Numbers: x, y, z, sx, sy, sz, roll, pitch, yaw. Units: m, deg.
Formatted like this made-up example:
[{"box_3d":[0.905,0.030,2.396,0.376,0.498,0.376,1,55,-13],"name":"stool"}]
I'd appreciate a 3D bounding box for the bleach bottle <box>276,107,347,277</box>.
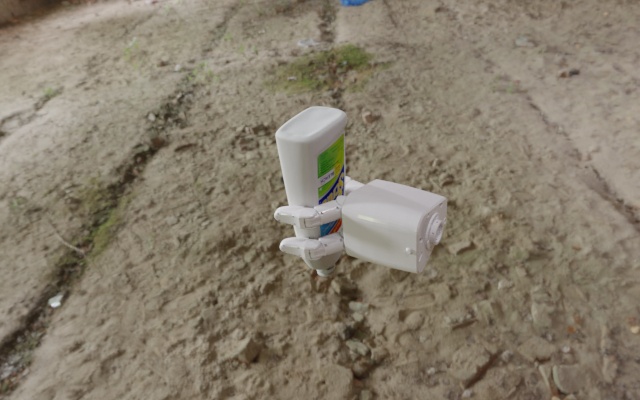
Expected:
[{"box_3d":[0.000,0.002,0.681,0.068,0.251,0.102,16,41,31],"name":"bleach bottle"}]
